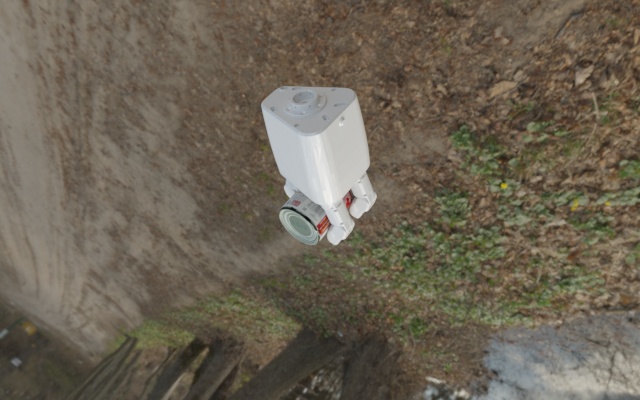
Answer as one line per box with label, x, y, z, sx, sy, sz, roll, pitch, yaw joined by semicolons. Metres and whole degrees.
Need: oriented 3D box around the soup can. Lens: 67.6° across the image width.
soup can;0.000;0.003;0.651;0.068;0.068;0.102;0;41;50
